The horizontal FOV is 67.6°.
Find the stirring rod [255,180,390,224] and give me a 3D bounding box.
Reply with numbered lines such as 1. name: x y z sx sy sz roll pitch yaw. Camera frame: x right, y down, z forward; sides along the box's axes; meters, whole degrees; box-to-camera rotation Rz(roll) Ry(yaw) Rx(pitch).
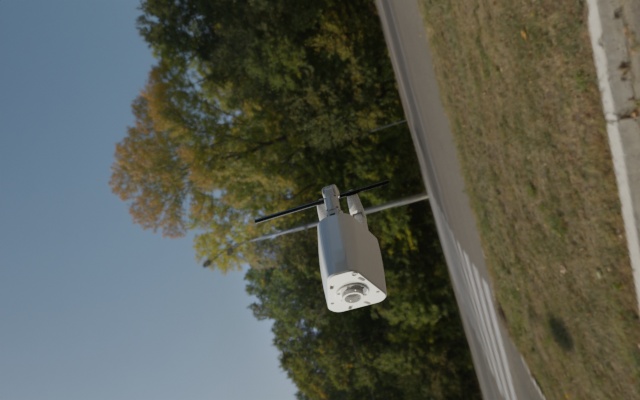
1. stirring rod: 0.000 0.003 0.812 0.239 0.011 0.011 -17 -3 10
